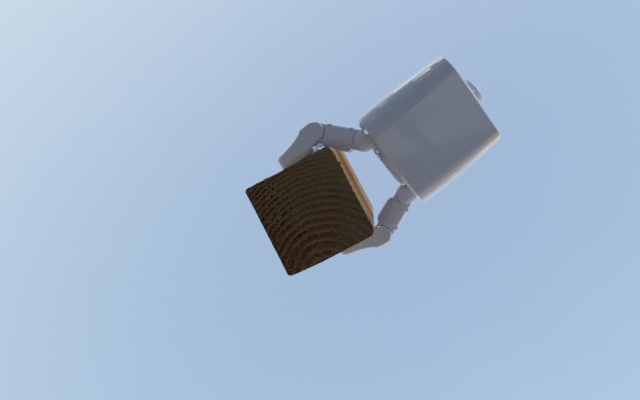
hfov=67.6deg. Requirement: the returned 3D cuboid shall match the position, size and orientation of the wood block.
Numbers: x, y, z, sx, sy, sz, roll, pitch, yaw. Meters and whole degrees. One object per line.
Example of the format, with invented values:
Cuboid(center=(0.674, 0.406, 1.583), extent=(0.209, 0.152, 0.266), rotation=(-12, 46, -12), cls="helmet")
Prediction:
Cuboid(center=(0.001, 0.002, 0.522), extent=(0.090, 0.091, 0.206), rotation=(-28, 1, 8), cls="wood block")
